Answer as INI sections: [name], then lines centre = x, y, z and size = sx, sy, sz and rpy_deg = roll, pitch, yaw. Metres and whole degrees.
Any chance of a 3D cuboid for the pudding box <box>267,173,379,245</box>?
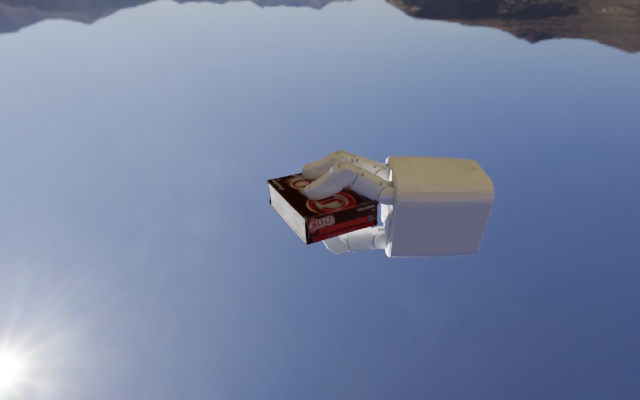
[pudding box]
centre = 0.000, 0.002, 0.551
size = 0.090, 0.039, 0.113
rpy_deg = -13, 27, -24
